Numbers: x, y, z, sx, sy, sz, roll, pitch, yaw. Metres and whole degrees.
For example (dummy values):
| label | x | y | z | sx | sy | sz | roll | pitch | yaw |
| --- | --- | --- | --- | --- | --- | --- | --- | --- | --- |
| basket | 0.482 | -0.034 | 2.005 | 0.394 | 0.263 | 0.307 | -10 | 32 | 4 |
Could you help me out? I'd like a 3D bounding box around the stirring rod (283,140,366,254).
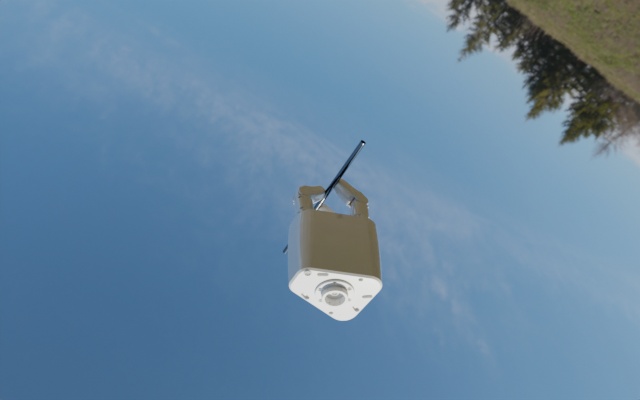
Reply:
| label | x | y | z | sx | sy | sz | roll | pitch | yaw |
| --- | --- | --- | --- | --- | --- | --- | --- | --- | --- |
| stirring rod | 0.000 | 0.002 | 0.719 | 0.011 | 0.011 | 0.240 | 0 | -43 | -42 |
